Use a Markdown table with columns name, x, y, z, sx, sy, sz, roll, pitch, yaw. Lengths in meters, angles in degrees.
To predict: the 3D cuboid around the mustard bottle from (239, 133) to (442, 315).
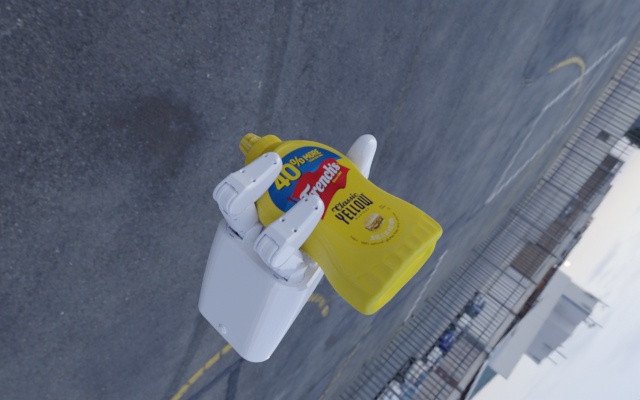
| name | x | y | z | sx | sy | sz | roll | pitch | yaw |
| --- | --- | --- | --- | --- | --- | --- | --- | --- | --- |
| mustard bottle | 0.000 | 0.001 | 0.407 | 0.191 | 0.058 | 0.096 | 39 | 59 | 22 |
